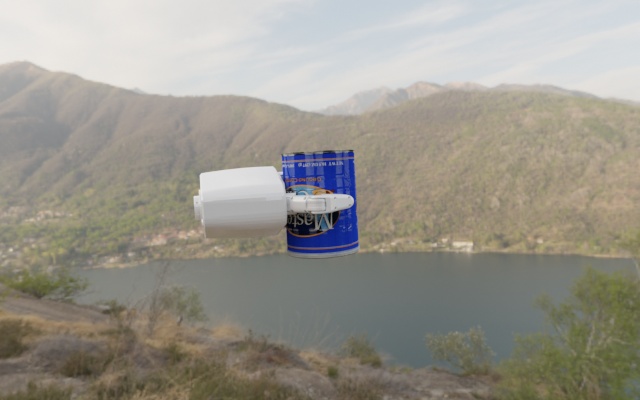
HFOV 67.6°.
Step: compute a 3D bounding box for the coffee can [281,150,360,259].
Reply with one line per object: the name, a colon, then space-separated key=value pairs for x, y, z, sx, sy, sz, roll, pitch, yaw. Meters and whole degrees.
coffee can: x=0.000 y=0.002 z=0.665 sx=0.103 sy=0.140 sz=0.103 roll=-3 pitch=5 yaw=0
